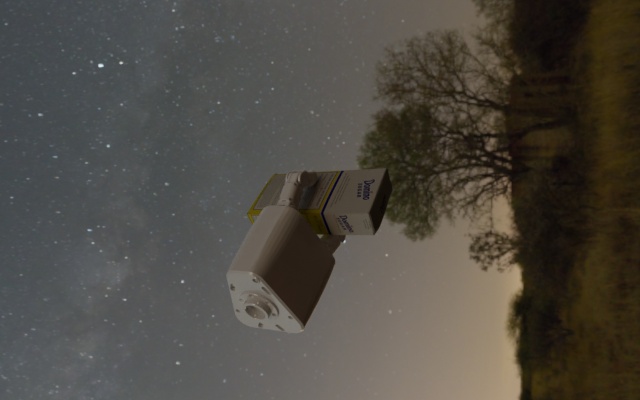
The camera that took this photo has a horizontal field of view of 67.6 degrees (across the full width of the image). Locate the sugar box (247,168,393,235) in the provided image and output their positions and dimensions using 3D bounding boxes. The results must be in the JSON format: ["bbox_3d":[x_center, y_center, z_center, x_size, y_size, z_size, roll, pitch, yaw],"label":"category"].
[{"bbox_3d":[0.000,0.003,0.642,0.176,0.048,0.093,1,41,25],"label":"sugar box"}]
